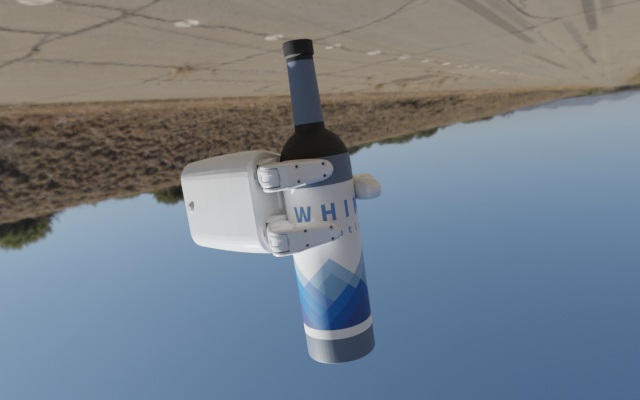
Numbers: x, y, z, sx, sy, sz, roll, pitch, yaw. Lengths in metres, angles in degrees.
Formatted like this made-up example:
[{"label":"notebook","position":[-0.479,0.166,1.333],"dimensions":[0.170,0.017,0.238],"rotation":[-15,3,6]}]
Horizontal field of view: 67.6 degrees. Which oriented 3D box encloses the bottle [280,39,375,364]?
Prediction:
[{"label":"bottle","position":[0.000,0.002,0.451],"dimensions":[0.069,0.296,0.069],"rotation":[-8,9,1]}]
